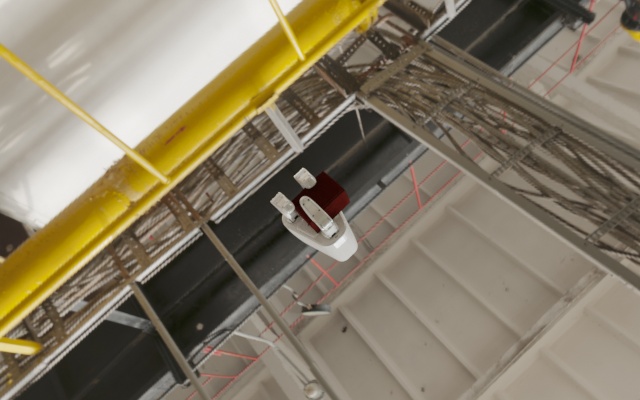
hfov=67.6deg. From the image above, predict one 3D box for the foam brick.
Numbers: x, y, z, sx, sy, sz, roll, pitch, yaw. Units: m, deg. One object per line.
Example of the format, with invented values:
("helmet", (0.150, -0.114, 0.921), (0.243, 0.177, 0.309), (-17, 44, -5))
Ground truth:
("foam brick", (0.000, 0.002, 0.774), (0.053, 0.078, 0.051), (45, -4, 28))
